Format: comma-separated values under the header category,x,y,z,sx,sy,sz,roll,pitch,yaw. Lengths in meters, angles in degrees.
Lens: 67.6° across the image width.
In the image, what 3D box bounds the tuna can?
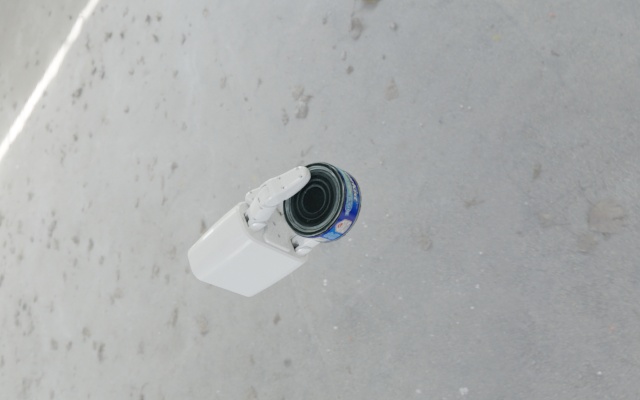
category,x,y,z,sx,sy,sz,roll,pitch,yaw
tuna can,0.000,0.002,0.525,0.086,0.086,0.034,0,-13,37
